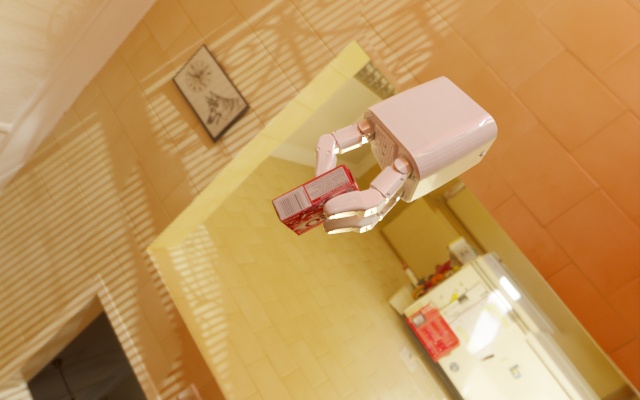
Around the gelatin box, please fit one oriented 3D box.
[{"bbox_3d":[0.000,0.001,0.526,0.089,0.030,0.073,-27,-19,4],"label":"gelatin box"}]
